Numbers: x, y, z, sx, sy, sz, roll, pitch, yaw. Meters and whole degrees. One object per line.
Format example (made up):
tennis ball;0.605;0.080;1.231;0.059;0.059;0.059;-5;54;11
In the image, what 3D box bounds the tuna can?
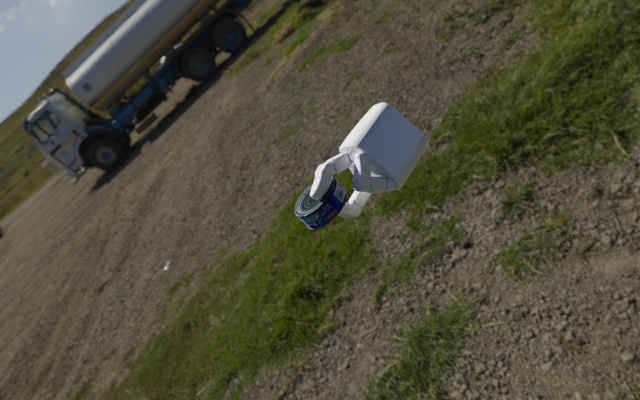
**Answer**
tuna can;0.000;0.002;0.759;0.034;0.086;0.086;44;-22;-25
